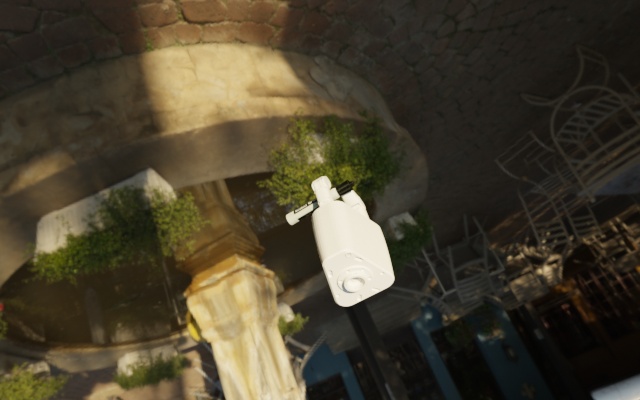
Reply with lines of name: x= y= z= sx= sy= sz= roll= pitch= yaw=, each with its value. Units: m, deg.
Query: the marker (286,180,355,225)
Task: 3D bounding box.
marker: x=0.000 y=0.002 z=0.752 sx=0.121 sy=0.020 sz=0.020 roll=-30 pitch=-8 yaw=14
